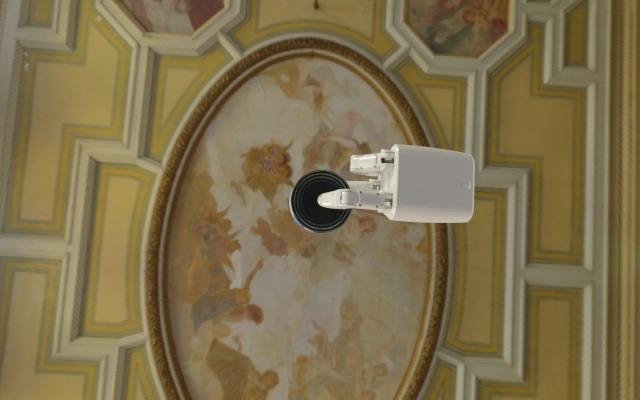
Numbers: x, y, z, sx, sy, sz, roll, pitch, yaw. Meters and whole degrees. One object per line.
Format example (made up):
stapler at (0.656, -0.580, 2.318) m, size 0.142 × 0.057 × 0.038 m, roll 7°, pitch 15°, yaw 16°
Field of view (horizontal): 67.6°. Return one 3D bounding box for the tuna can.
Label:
tuna can at (0.000, 0.002, 0.659) m, size 0.086 × 0.086 × 0.034 m, roll 0°, pitch -4°, yaw -8°
